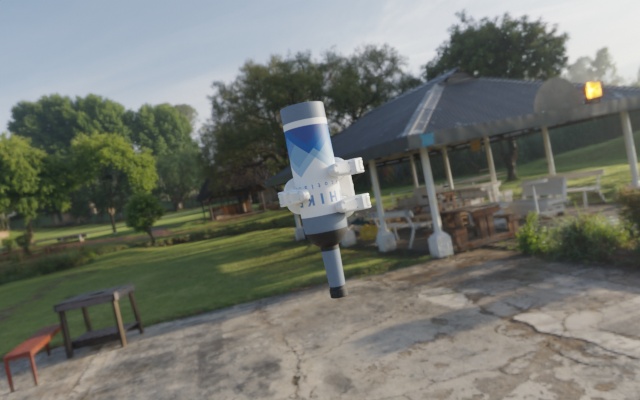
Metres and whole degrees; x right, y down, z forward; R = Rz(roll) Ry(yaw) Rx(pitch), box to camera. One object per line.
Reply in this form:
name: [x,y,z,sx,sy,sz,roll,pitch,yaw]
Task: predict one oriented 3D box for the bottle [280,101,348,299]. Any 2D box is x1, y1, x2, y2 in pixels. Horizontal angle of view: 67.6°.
bottle: [0.000,0.002,0.727,0.069,0.296,0.069,-11,2,0]
